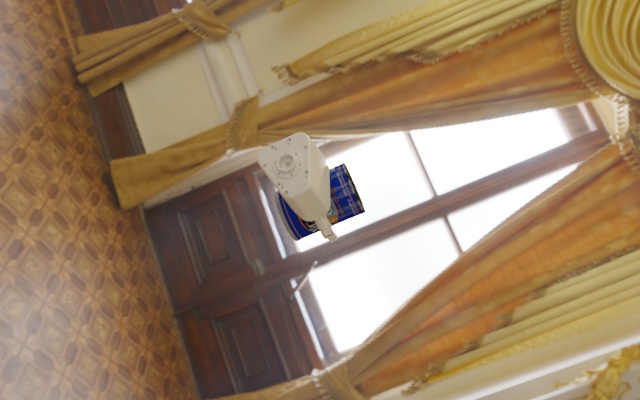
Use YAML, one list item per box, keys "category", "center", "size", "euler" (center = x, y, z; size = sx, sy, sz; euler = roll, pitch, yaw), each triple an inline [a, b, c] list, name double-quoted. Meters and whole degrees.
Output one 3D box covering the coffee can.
- category: "coffee can"
  center: [0.000, 0.003, 0.890]
  size: [0.140, 0.103, 0.103]
  euler: [-23, -3, 7]
